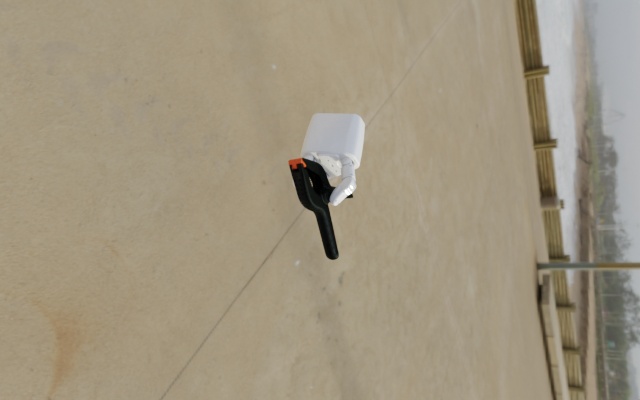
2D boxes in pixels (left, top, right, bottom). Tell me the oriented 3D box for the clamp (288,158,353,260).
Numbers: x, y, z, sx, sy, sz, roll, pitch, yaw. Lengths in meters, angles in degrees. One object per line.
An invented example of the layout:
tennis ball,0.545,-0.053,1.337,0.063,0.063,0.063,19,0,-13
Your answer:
clamp,0.001,0.002,0.895,0.036,0.164,0.210,-8,-35,28
